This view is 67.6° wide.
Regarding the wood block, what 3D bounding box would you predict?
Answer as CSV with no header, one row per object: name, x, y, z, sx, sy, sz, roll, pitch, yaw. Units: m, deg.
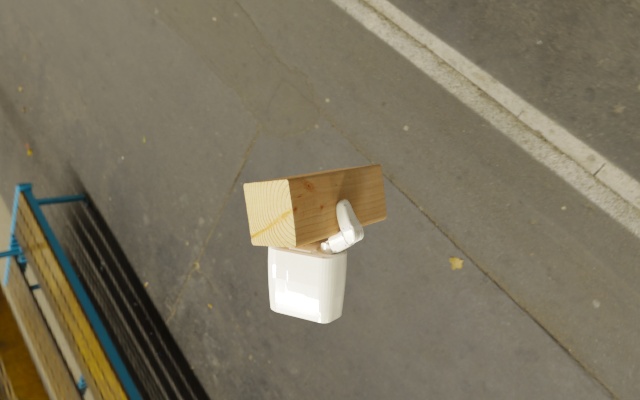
wood block,0.000,0.003,0.706,0.091,0.090,0.206,-2,8,42
